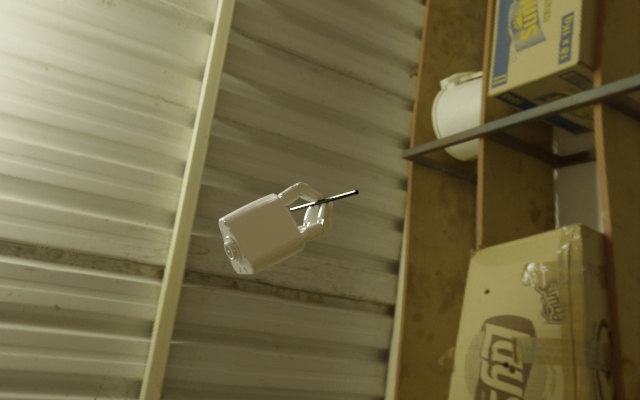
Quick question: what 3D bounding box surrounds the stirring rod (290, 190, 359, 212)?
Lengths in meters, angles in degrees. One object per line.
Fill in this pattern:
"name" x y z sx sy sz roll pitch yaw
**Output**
"stirring rod" 0.000 0.003 0.875 0.011 0.011 0.239 0 -8 -29
